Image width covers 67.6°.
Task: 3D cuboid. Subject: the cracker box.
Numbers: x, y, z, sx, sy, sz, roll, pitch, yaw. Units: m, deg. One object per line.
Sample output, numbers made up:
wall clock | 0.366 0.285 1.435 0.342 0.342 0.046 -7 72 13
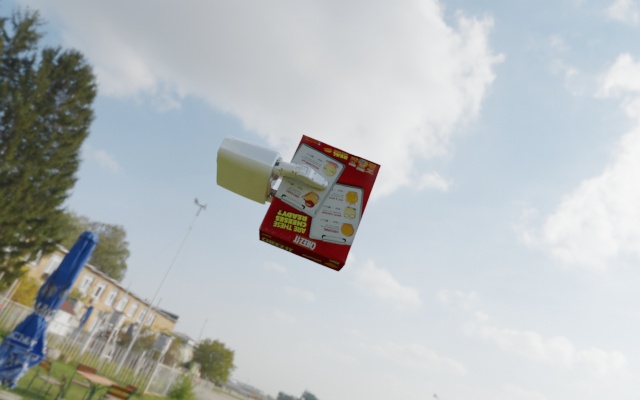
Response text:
cracker box | 0.000 0.003 0.893 0.164 0.213 0.072 22 -24 2
